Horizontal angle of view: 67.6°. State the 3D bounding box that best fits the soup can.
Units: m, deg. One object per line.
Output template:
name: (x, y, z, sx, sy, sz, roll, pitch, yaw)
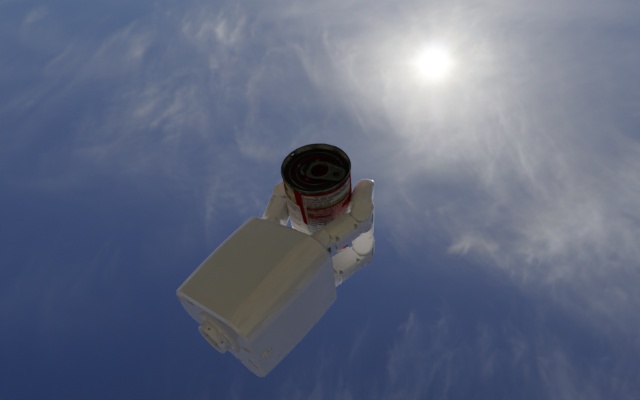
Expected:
soup can: (0.000, 0.001, 0.494, 0.068, 0.068, 0.102, 0, -43, 7)
